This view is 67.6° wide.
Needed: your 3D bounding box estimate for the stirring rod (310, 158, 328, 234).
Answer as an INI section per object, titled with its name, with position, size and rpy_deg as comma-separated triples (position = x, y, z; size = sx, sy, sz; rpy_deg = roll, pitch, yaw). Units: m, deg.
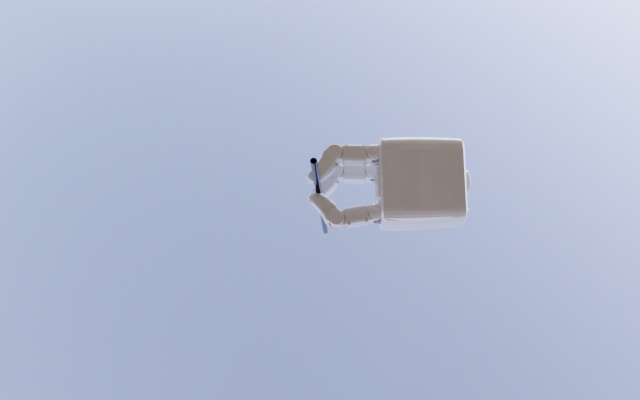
[stirring rod]
position = 0.000, 0.002, 0.651
size = 0.011, 0.011, 0.240
rpy_deg = 0, -23, 4
